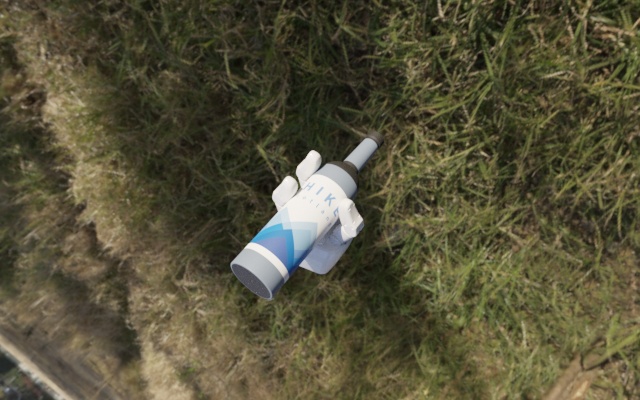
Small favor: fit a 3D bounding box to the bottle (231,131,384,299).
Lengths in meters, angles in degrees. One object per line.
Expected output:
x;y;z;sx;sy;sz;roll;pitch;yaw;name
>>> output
0.000;0.002;0.655;0.069;0.069;0.295;0;41;51;bottle
